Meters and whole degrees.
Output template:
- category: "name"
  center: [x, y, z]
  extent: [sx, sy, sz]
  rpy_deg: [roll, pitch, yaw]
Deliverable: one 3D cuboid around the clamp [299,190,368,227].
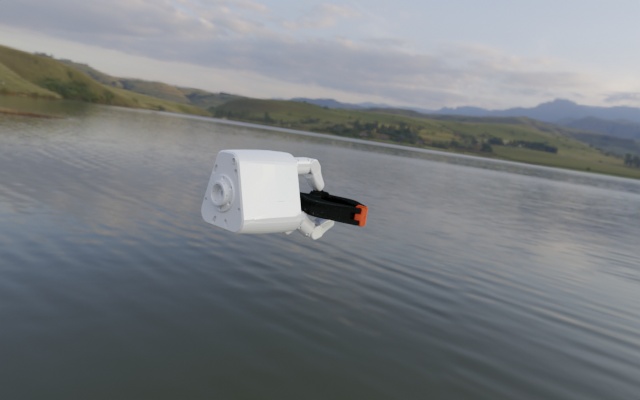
- category: "clamp"
  center: [0.000, 0.002, 0.761]
  extent: [0.210, 0.036, 0.164]
  rpy_deg: [15, 12, 40]
